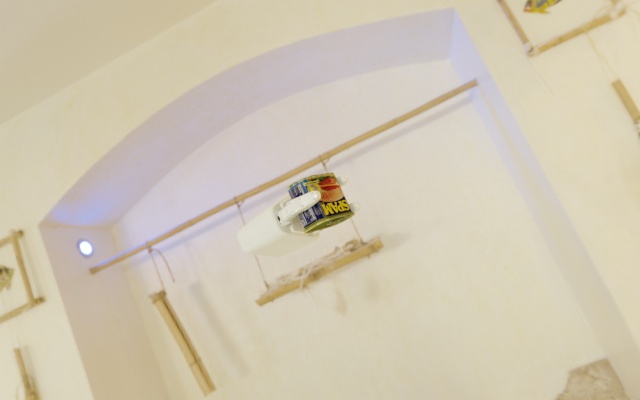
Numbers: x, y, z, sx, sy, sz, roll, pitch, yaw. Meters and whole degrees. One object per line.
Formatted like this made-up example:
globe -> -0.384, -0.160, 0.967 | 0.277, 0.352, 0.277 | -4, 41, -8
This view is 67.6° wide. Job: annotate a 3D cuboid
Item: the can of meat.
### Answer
can of meat -> 0.000, 0.002, 0.820 | 0.057, 0.084, 0.102 | -33, -14, 38
